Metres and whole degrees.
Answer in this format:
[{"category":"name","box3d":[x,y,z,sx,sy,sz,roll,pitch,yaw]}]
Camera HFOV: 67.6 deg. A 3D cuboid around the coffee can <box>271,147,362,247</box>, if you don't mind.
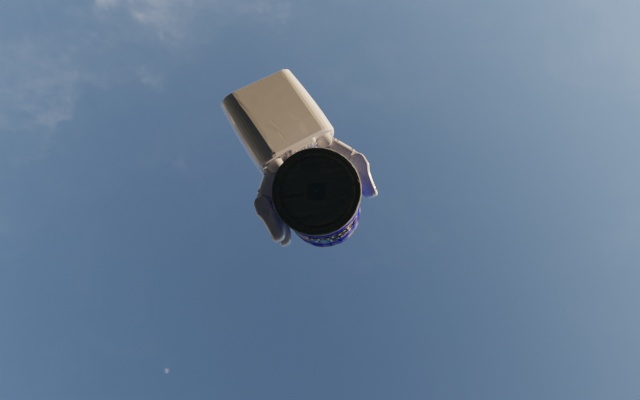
[{"category":"coffee can","box3d":[0.000,0.002,0.606,0.103,0.102,0.140,0,-11,4]}]
